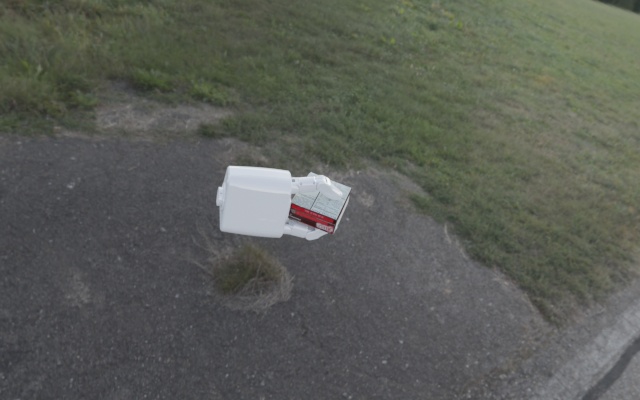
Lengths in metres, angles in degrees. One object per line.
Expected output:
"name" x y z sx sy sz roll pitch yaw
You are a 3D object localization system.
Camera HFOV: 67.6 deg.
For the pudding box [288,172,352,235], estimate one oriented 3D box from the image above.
"pudding box" 0.000 0.003 0.857 0.090 0.039 0.113 22 39 6
